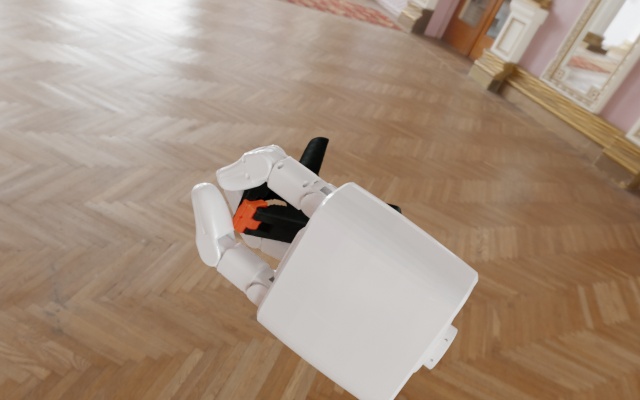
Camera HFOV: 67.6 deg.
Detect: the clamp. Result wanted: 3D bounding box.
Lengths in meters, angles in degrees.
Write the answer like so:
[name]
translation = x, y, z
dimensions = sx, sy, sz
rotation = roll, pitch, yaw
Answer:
[clamp]
translation = 0.000, 0.001, 0.411
dimensions = 0.120, 0.039, 0.171
rotation = 36, 35, 15
